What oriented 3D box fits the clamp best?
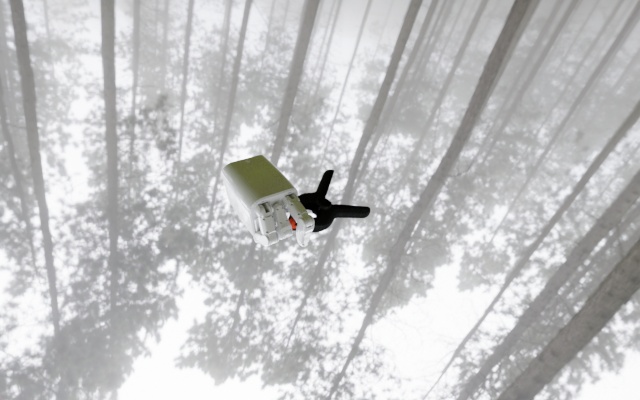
[{"bbox_3d":[0.000,0.003,0.878,0.171,0.039,0.120,-17,55,-38],"label":"clamp"}]
